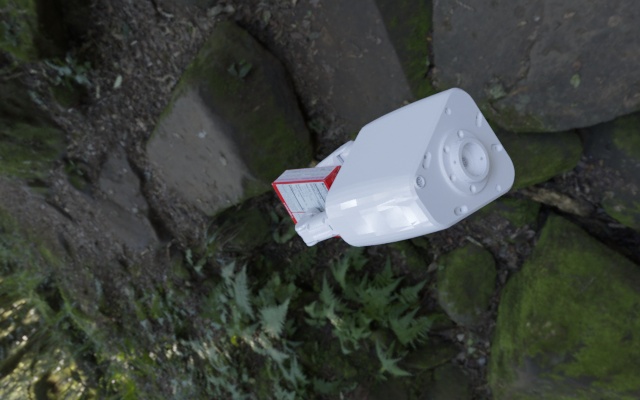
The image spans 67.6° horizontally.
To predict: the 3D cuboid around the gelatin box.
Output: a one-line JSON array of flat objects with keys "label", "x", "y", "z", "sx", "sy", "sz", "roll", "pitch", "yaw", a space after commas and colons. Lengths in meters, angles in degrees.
[{"label": "gelatin box", "x": 0.000, "y": 0.002, "z": 0.504, "sx": 0.089, "sy": 0.073, "sz": 0.030, "roll": -2, "pitch": 35, "yaw": 47}]
